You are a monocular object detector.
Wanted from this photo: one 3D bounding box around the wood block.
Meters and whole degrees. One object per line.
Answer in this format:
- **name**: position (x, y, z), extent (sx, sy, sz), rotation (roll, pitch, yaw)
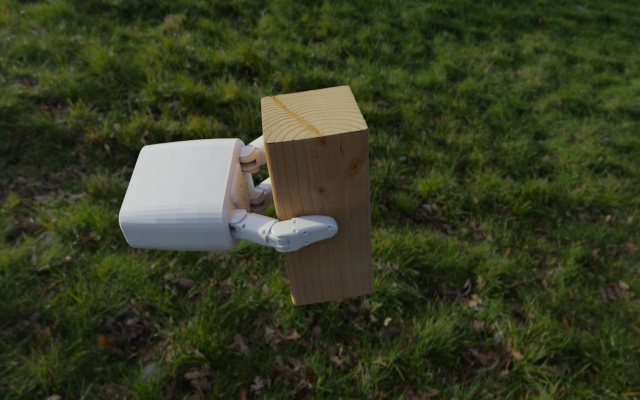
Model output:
- **wood block**: position (0.000, 0.002, 0.492), extent (0.090, 0.206, 0.090), rotation (-8, 38, -3)
